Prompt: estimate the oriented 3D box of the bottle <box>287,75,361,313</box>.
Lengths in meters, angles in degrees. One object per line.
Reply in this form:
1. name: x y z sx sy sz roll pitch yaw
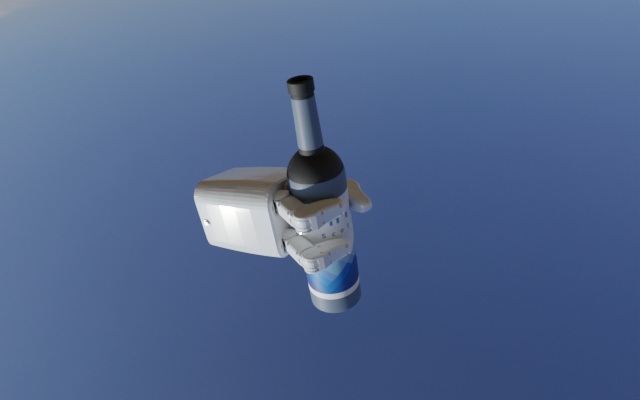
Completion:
1. bottle: 0.000 0.002 0.556 0.069 0.296 0.069 -7 32 4
